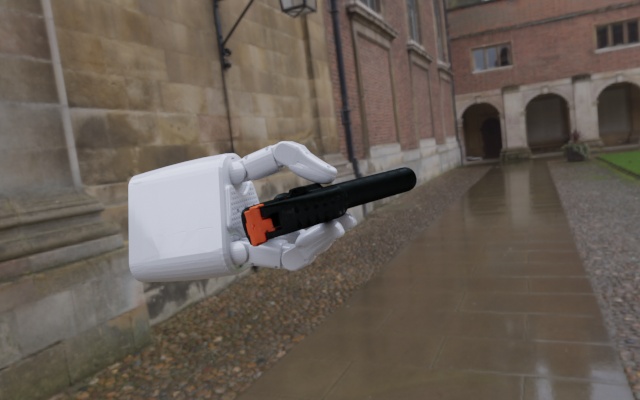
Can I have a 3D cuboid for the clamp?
[{"bbox_3d":[0.000,0.001,0.436,0.164,0.036,0.210,-13,4,17],"label":"clamp"}]
